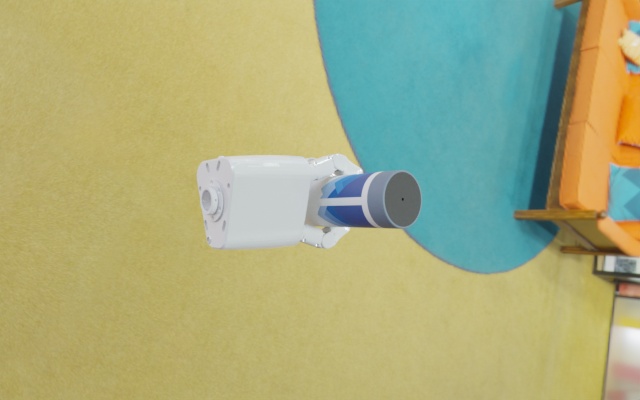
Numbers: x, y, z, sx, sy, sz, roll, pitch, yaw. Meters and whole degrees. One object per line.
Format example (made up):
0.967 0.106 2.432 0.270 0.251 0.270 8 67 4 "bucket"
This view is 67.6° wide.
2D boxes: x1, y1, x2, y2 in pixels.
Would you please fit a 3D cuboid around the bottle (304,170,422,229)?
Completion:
0.000 0.002 0.649 0.069 0.069 0.296 0 -1 -39 "bottle"
